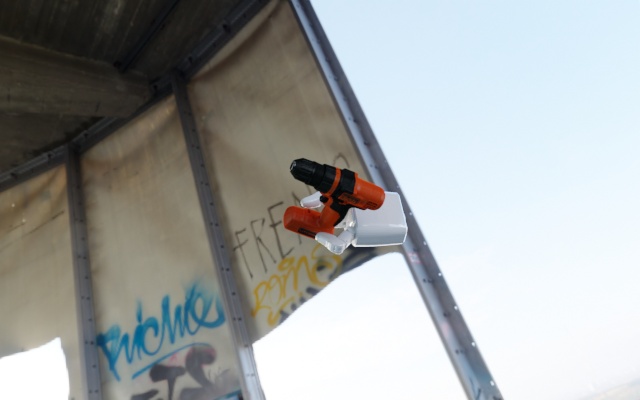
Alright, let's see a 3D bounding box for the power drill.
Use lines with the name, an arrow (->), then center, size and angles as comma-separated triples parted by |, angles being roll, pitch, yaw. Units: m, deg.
power drill -> 0.000, 0.003, 0.893 | 0.184, 0.057, 0.188 | 22, -36, -18
